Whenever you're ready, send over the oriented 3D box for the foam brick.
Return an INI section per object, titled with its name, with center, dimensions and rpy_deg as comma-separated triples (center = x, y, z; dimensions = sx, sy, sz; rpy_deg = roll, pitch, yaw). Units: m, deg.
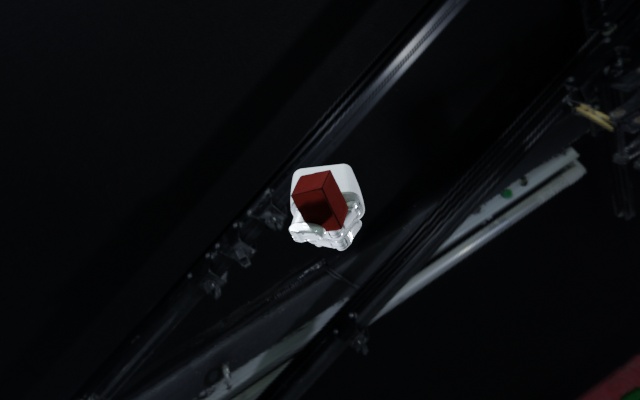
[foam brick]
center = 0.000, 0.002, 0.707
dimensions = 0.053, 0.078, 0.051
rpy_deg = -10, 35, 25
